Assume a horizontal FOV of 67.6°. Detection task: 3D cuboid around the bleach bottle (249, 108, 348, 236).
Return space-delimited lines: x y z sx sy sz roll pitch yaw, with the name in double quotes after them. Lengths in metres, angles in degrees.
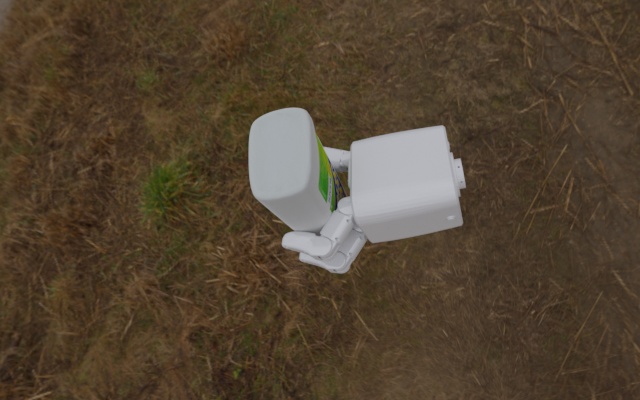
0.000 0.002 0.562 0.068 0.102 0.251 -10 -26 16 "bleach bottle"
